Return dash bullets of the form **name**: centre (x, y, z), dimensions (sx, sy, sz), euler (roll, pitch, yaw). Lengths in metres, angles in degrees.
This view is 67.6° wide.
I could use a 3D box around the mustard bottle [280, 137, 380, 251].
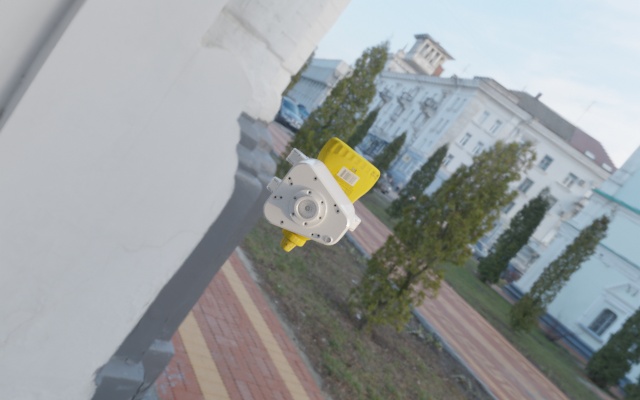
- **mustard bottle**: centre (0.000, 0.002, 0.754), dimensions (0.096, 0.191, 0.058), euler (34, 9, -23)
